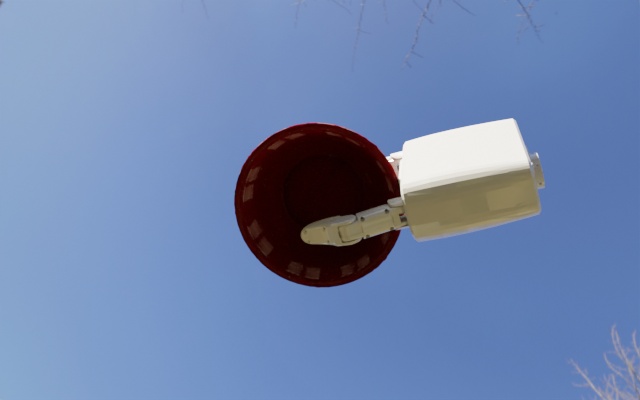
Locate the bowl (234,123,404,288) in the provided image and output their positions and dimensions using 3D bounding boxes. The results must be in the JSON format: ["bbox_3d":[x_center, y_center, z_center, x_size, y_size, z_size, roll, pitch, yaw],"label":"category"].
[{"bbox_3d":[-0.001,0.001,0.474,0.162,0.162,0.055,0,15,7],"label":"bowl"}]
